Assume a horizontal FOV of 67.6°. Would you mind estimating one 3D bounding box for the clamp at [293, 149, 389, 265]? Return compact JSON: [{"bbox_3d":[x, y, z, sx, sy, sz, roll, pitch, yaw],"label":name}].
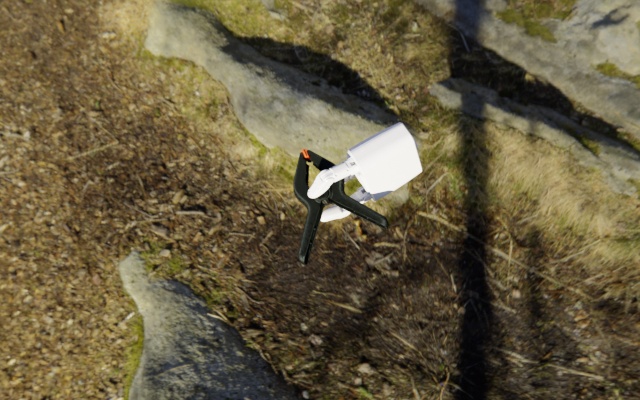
[{"bbox_3d":[0.000,0.002,0.847,0.164,0.210,0.036,-30,-25,-1],"label":"clamp"}]
